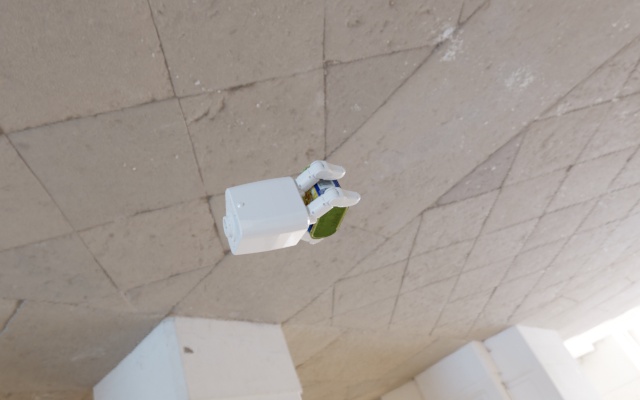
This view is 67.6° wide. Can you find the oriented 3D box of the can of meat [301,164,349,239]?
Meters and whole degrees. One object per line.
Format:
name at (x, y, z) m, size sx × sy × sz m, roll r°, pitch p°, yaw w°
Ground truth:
can of meat at (0.000, 0.003, 0.794) m, size 0.057 × 0.084 × 0.102 m, roll -7°, pitch -38°, yaw -25°
